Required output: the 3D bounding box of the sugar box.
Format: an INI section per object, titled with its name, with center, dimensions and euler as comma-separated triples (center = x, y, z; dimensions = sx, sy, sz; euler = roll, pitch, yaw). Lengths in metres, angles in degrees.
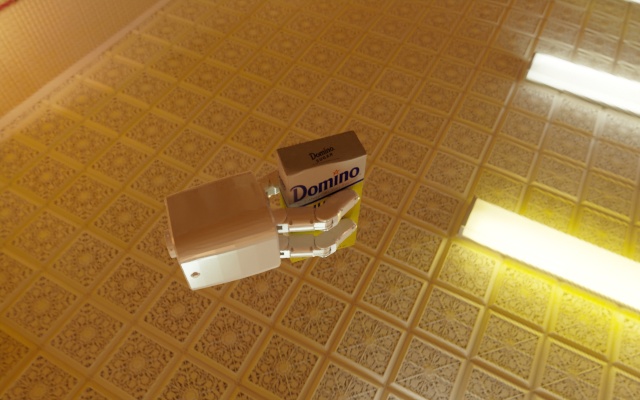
[sugar box]
center = 0.000, 0.002, 0.574
dimensions = 0.093, 0.048, 0.176
euler = -16, -34, -13
